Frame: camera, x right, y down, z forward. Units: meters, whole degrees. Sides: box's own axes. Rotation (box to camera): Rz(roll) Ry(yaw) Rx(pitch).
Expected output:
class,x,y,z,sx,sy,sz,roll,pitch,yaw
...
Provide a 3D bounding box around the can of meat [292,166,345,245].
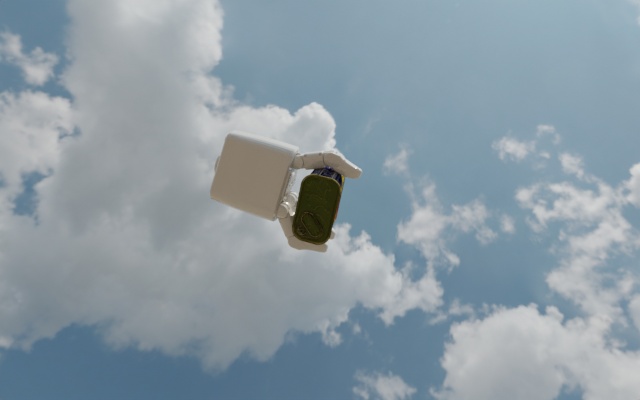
class,x,y,z,sx,sy,sz,roll,pitch,yaw
can of meat,0.000,0.002,0.709,0.057,0.102,0.084,14,19,6
